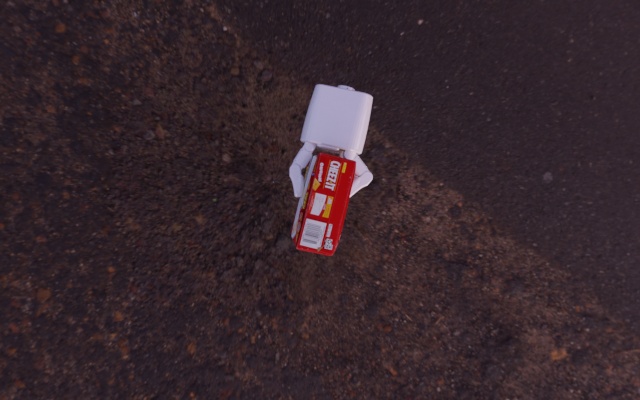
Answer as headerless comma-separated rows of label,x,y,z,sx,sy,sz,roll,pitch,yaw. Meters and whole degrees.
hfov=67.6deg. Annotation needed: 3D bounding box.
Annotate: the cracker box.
cracker box,0.000,0.003,0.877,0.072,0.164,0.213,14,1,-6
